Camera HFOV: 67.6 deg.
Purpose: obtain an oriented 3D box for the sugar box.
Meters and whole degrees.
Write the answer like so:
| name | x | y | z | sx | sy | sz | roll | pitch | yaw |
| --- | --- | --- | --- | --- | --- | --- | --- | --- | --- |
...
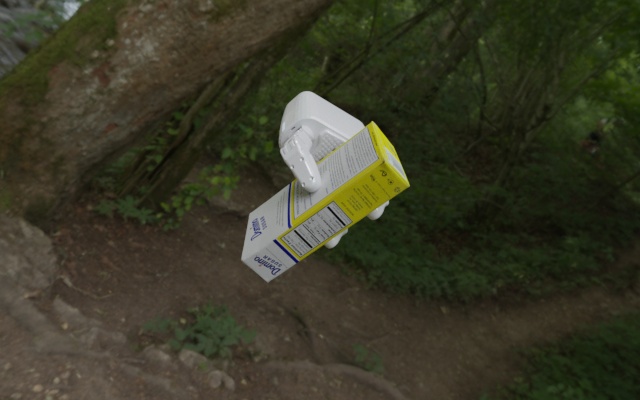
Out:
| name | x | y | z | sx | sy | sz | roll | pitch | yaw |
| --- | --- | --- | --- | --- | --- | --- | --- | --- | --- |
| sugar box | 0.001 | 0.002 | 0.490 | 0.176 | 0.048 | 0.093 | -38 | 25 | 18 |
